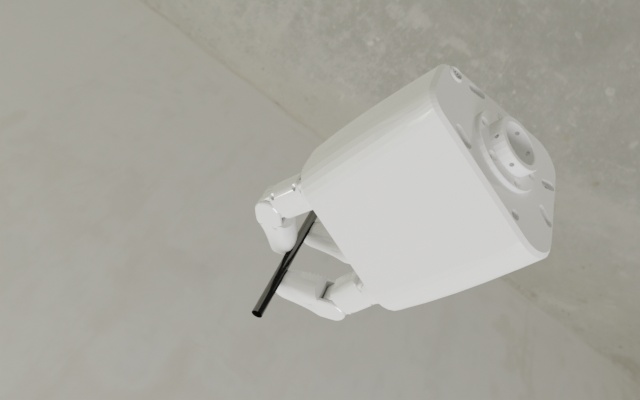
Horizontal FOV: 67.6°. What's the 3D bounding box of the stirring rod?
[{"bbox_3d":[0.000,0.001,0.411,0.011,0.011,0.239,0,40,29],"label":"stirring rod"}]
